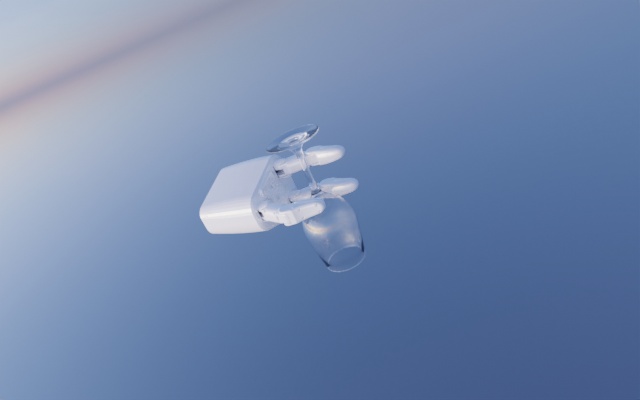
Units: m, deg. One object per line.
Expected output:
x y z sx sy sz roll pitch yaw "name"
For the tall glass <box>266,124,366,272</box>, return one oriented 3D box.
0.000 0.002 0.656 0.079 0.201 0.079 -20 25 10 "tall glass"
